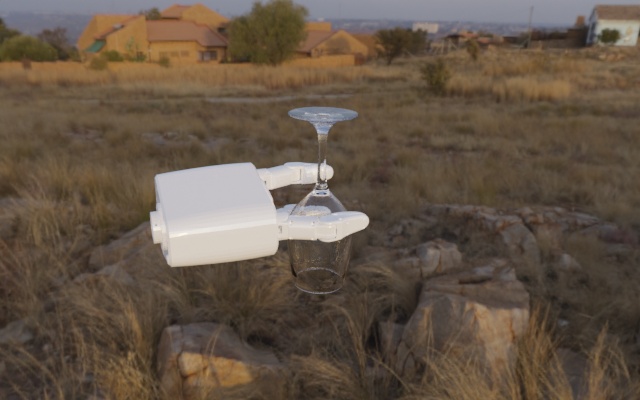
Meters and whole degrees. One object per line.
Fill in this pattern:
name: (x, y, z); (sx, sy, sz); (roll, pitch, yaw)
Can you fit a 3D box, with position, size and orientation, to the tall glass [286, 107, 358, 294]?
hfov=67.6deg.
tall glass: (0.000, 0.001, 0.534); (0.079, 0.201, 0.079); (1, 20, 0)
